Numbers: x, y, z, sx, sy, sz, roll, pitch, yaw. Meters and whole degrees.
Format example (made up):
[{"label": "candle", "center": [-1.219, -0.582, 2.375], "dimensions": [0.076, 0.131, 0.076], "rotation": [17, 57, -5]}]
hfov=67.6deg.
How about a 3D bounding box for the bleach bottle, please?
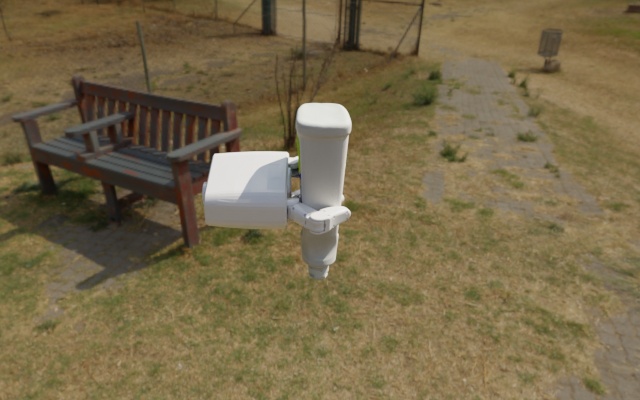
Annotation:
[{"label": "bleach bottle", "center": [0.000, 0.002, 0.650], "dimensions": [0.068, 0.251, 0.102], "rotation": [0, 27, -2]}]
